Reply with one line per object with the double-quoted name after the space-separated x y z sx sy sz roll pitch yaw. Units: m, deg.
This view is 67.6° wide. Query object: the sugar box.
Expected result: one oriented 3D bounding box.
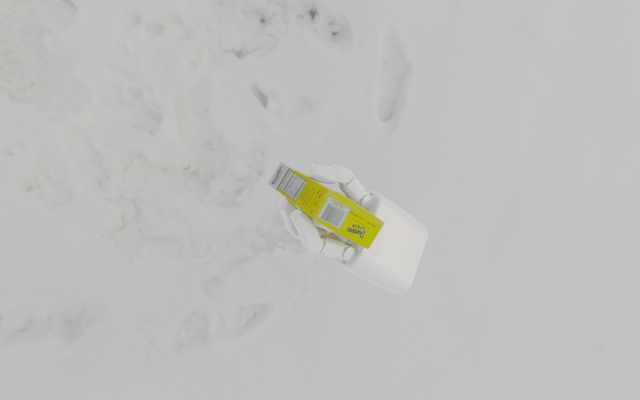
0.000 0.003 0.643 0.093 0.048 0.176 31 -2 -27 "sugar box"
